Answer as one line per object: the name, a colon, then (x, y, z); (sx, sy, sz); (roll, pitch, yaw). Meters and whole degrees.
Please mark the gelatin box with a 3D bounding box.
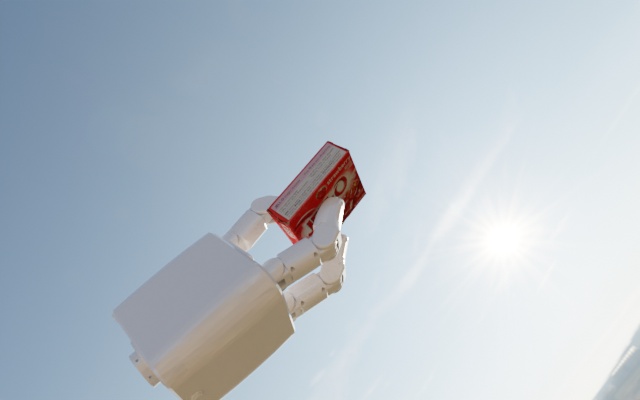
gelatin box: (0.000, 0.001, 0.445); (0.030, 0.089, 0.073); (30, -17, 32)
